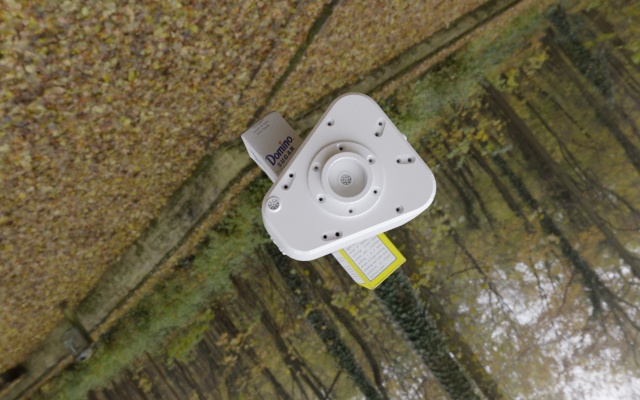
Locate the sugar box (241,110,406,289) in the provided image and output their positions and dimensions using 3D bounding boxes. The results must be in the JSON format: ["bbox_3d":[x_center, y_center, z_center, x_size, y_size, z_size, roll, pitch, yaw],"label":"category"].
[{"bbox_3d":[0.001,0.001,0.452,0.048,0.176,0.093,-38,-3,-6],"label":"sugar box"}]
